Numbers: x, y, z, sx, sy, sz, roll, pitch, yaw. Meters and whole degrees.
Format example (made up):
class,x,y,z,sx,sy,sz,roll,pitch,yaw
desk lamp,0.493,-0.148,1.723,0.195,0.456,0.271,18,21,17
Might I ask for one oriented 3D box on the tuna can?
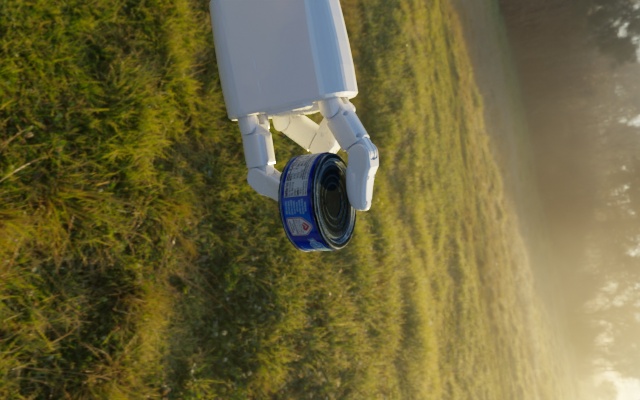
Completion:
class,x,y,z,sx,sy,sz,roll,pitch,yaw
tuna can,0.001,0.001,0.414,0.034,0.086,0.086,-5,-2,28
